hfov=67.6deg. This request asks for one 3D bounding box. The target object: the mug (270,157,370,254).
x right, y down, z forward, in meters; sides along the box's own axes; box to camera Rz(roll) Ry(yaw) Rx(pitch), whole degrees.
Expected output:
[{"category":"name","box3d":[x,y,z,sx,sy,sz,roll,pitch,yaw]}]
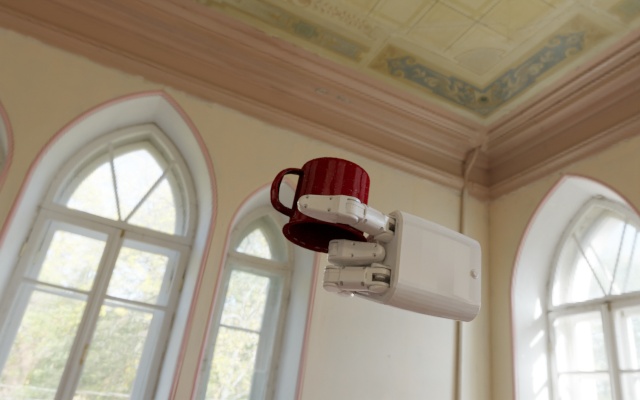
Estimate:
[{"category":"mug","box3d":[-0.001,0.001,0.524,0.117,0.081,0.093,20,-27,-19]}]
